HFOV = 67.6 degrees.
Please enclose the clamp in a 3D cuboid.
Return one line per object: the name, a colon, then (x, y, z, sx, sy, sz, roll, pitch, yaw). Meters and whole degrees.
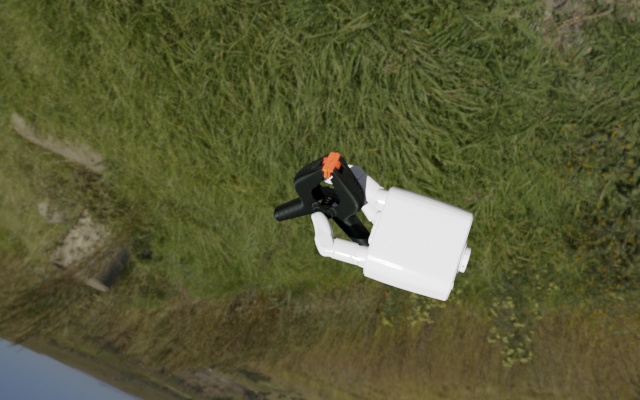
clamp: (0.000, 0.003, 0.643, 0.164, 0.036, 0.210, 16, -28, 14)
